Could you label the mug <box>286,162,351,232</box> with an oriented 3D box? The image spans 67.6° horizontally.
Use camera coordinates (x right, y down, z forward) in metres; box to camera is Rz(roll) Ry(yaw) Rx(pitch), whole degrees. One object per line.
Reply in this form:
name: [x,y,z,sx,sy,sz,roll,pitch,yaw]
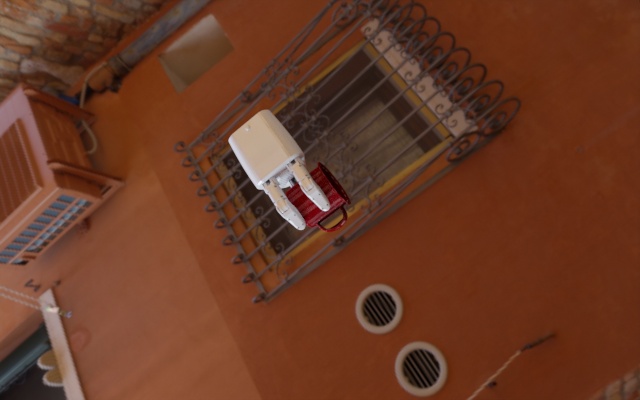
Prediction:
mug: [0.001,0.004,0.835,0.081,0.117,0.093,-38,-17,11]
